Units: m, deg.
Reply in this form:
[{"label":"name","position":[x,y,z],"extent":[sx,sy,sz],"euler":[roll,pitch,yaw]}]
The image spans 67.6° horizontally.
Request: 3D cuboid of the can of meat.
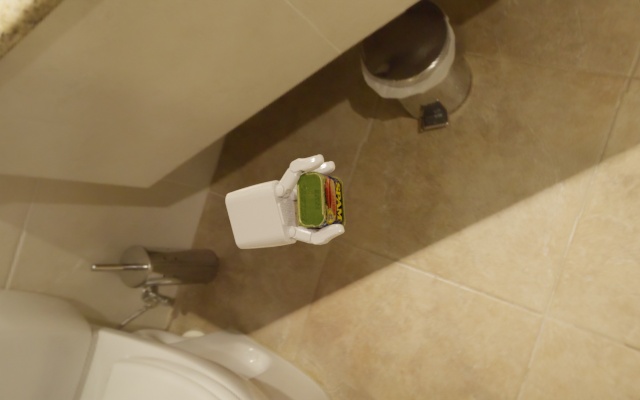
[{"label":"can of meat","position":[0.000,0.003,0.845],"extent":[0.057,0.102,0.084],"euler":[-7,-10,25]}]
